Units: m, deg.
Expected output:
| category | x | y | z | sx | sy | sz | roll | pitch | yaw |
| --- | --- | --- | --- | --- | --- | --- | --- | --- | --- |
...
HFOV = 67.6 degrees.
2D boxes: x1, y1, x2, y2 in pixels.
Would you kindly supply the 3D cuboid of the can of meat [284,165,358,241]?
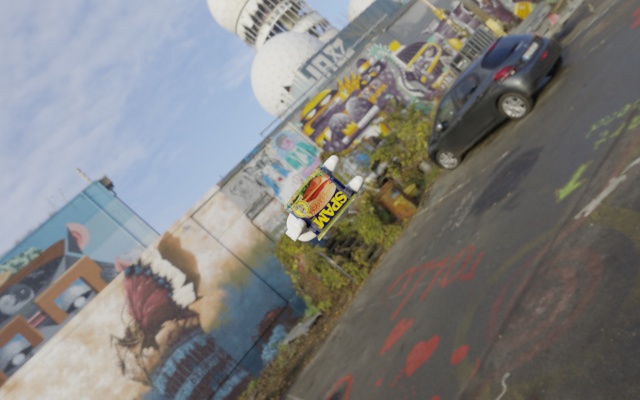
| category | x | y | z | sx | sy | sz | roll | pitch | yaw |
| --- | --- | --- | --- | --- | --- | --- | --- | --- | --- |
| can of meat | 0.000 | 0.003 | 0.815 | 0.084 | 0.102 | 0.057 | 41 | -1 | 3 |
